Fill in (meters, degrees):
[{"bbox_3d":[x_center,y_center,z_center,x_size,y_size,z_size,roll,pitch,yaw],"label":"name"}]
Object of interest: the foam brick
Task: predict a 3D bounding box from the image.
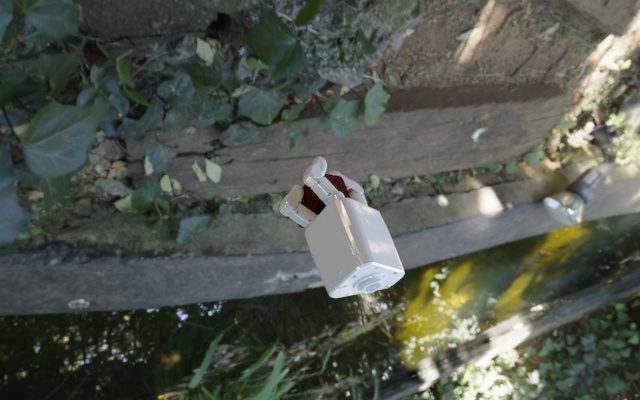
[{"bbox_3d":[0.000,0.003,0.730,0.053,0.051,0.078,8,-42,-35],"label":"foam brick"}]
